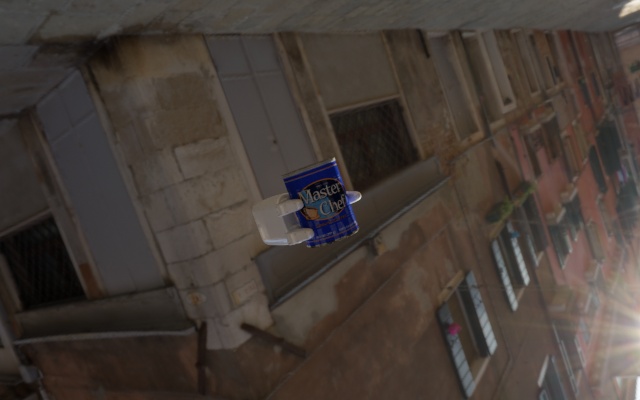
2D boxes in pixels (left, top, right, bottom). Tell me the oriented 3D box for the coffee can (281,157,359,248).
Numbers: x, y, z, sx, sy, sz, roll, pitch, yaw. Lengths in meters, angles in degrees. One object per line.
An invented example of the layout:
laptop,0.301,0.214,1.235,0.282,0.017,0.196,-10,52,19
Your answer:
coffee can,0.000,0.003,0.873,0.103,0.140,0.103,-19,5,2
